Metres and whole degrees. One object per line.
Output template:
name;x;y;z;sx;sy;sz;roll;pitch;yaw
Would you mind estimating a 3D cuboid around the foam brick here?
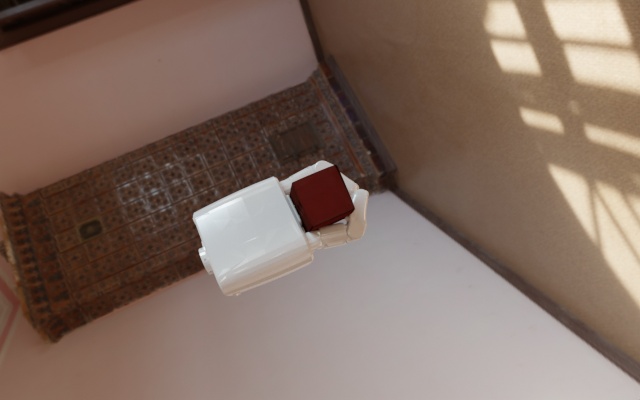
foam brick;0.000;0.002;0.525;0.051;0.053;0.078;-22;-8;-9
